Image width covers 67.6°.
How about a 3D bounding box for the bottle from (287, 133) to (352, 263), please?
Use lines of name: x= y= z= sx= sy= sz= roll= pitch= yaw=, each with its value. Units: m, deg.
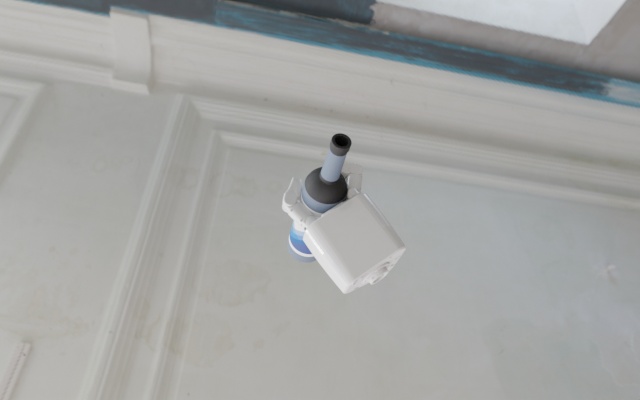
bottle: x=0.000 y=0.003 z=0.747 sx=0.069 sy=0.069 sz=0.296 roll=0 pitch=-33 yaw=-13
